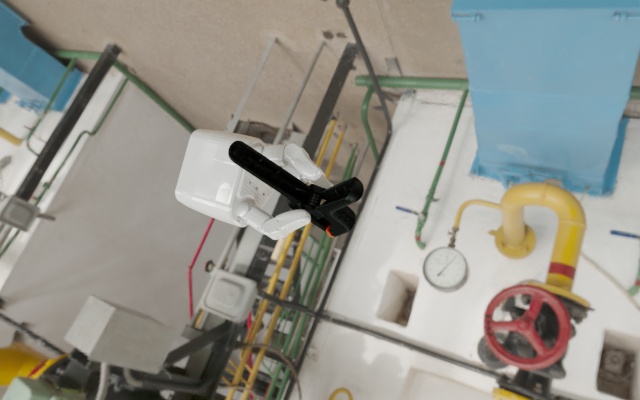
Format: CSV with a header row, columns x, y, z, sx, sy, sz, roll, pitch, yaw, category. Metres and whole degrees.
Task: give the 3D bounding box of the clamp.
x,y,z,sx,sy,sz,roll,pitch,yaw,category
0.000,0.003,0.582,0.164,0.036,0.210,18,-16,30,clamp
